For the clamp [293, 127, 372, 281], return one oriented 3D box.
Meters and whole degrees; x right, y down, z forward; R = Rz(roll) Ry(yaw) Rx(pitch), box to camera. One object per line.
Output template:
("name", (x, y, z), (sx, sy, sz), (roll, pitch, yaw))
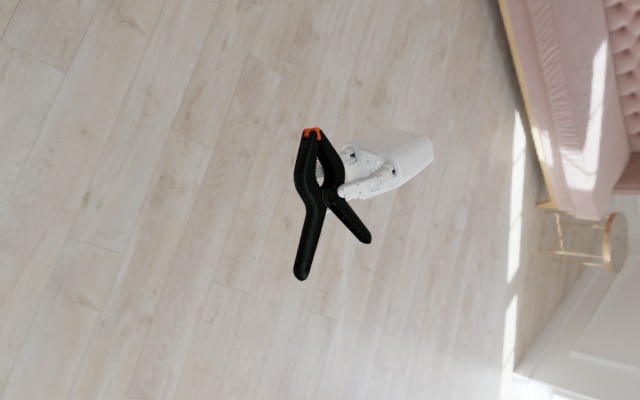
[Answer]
("clamp", (0.001, 0.002, 0.690), (0.036, 0.210, 0.164), (1, 23, 43))
